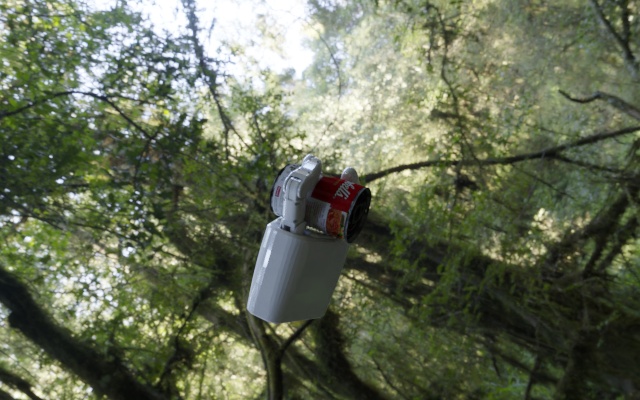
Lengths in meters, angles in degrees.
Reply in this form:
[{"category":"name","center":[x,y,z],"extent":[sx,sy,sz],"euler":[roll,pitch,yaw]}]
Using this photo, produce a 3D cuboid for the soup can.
[{"category":"soup can","center":[0.000,0.001,0.563],"extent":[0.102,0.068,0.068],"euler":[20,7,21]}]
